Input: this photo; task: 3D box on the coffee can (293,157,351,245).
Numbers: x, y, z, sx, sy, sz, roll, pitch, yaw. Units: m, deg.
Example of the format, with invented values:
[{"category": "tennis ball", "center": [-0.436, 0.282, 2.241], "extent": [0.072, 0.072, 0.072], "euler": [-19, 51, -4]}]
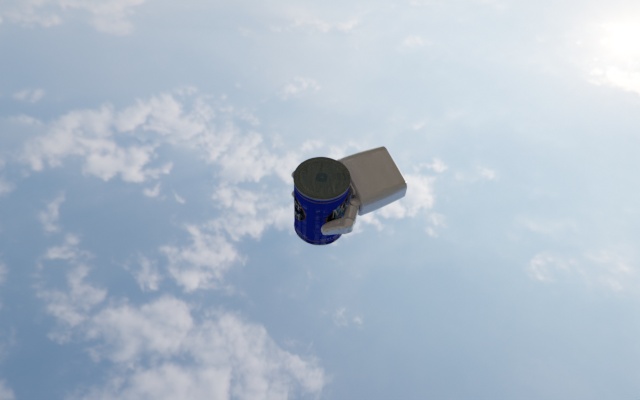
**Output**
[{"category": "coffee can", "center": [0.000, 0.003, 0.898], "extent": [0.103, 0.102, 0.140], "euler": [0, -40, -3]}]
